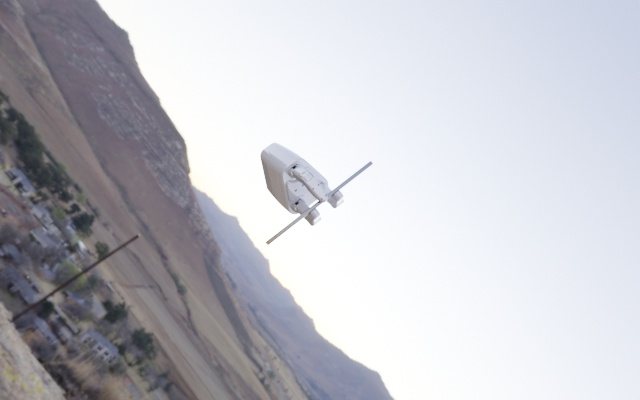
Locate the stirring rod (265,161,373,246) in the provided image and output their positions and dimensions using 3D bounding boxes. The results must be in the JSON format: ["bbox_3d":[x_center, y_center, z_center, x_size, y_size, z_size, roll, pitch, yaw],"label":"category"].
[{"bbox_3d":[0.000,0.003,0.845,0.239,0.011,0.011,-38,9,-12],"label":"stirring rod"}]
